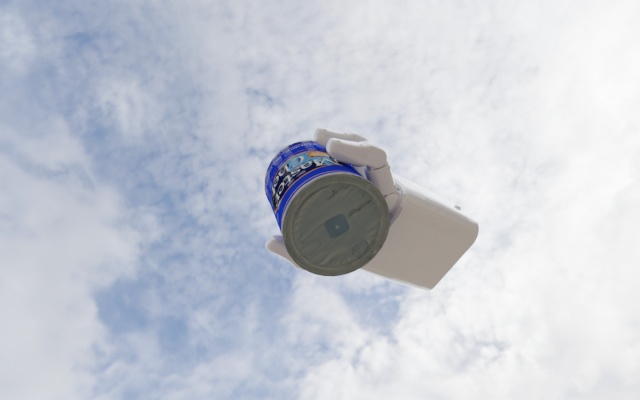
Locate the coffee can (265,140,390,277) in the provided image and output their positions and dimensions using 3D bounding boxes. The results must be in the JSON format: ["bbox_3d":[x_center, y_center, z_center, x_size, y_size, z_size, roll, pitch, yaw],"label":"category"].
[{"bbox_3d":[0.000,0.002,0.502,0.103,0.103,0.140,0,19,-14],"label":"coffee can"}]
